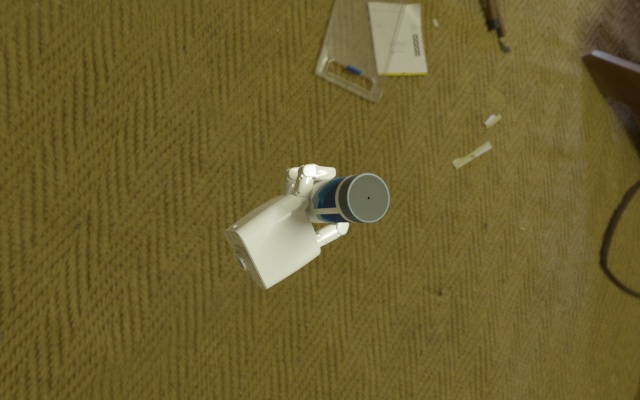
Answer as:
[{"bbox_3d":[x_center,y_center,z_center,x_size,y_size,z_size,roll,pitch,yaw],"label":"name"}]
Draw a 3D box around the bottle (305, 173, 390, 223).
[{"bbox_3d":[0.000,0.002,0.764,0.069,0.069,0.296,0,-2,-26],"label":"bottle"}]
